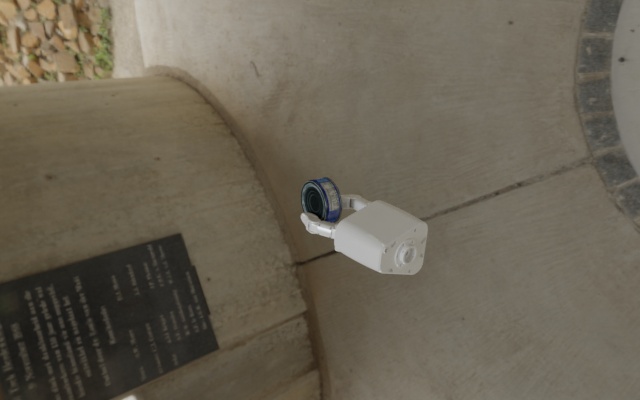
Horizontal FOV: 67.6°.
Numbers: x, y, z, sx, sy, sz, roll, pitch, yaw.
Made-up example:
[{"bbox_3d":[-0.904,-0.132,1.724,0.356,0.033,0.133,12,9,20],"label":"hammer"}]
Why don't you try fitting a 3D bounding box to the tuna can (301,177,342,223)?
[{"bbox_3d":[0.000,0.003,0.851,0.034,0.086,0.086,-13,7,-32],"label":"tuna can"}]
